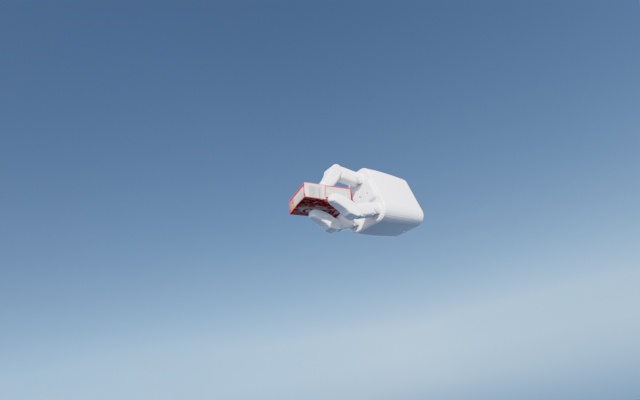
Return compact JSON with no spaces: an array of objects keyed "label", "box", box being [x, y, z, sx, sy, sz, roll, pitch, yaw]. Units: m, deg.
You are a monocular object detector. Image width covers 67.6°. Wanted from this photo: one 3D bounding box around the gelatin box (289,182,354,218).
[{"label":"gelatin box","box":[0.000,0.002,0.811,0.089,0.030,0.073,7,-27,-23]}]
